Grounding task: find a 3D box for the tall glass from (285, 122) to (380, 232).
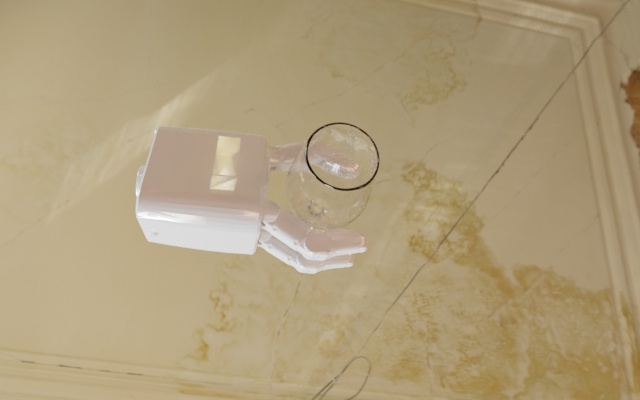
[{"bbox_3d":[0.000,0.002,0.472,0.079,0.079,0.201,0,-22,-12],"label":"tall glass"}]
